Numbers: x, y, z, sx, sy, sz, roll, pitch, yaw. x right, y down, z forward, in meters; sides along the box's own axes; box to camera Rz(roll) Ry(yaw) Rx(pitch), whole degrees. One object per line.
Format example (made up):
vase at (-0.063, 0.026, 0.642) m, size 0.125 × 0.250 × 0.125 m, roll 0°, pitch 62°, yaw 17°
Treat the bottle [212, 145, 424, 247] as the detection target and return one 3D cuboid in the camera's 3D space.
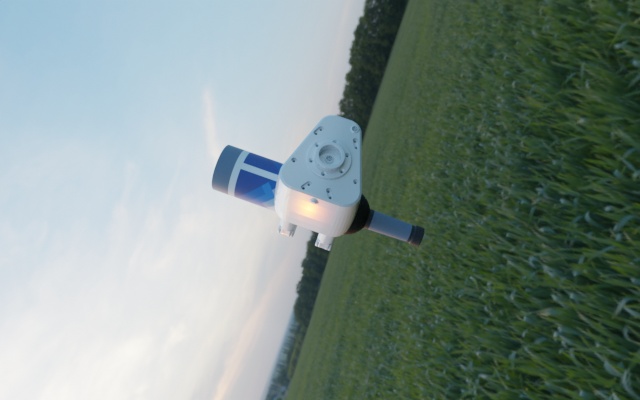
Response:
bottle at (0.000, 0.002, 0.663) m, size 0.296 × 0.069 × 0.069 m, roll 19°, pitch 0°, yaw 1°
